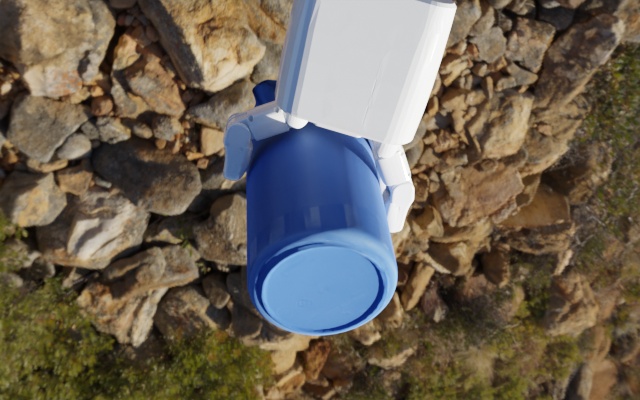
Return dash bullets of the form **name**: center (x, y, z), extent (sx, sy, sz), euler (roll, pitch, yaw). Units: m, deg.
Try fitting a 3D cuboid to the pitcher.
- **pitcher**: center (0.000, 0.001, 0.436), extent (0.149, 0.145, 0.242), euler (7, 35, -10)
